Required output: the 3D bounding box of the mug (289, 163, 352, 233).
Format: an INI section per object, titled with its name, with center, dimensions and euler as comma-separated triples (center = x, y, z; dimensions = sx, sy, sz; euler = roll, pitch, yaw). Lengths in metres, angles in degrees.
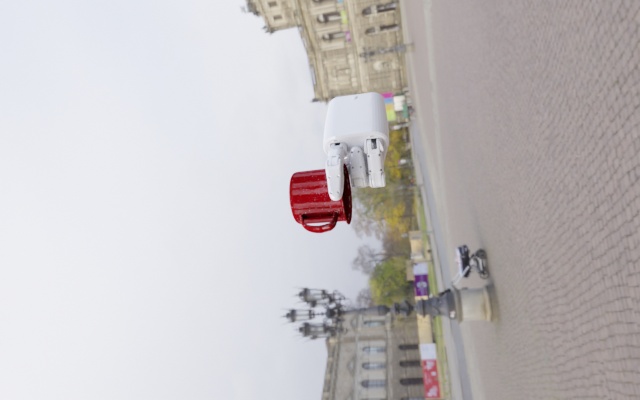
[mug]
center = 0.000, 0.004, 0.719
dimensions = 0.081, 0.117, 0.093
euler = -5, -42, 12
